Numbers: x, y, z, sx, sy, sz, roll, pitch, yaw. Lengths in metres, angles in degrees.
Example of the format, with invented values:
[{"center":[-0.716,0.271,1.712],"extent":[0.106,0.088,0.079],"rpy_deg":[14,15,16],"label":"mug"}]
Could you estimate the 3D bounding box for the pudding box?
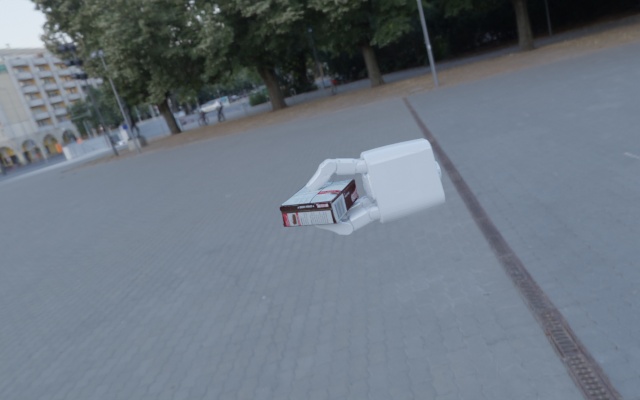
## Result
[{"center":[0.000,0.002,0.752],"extent":[0.090,0.039,0.113],"rpy_deg":[-6,16,25],"label":"pudding box"}]
